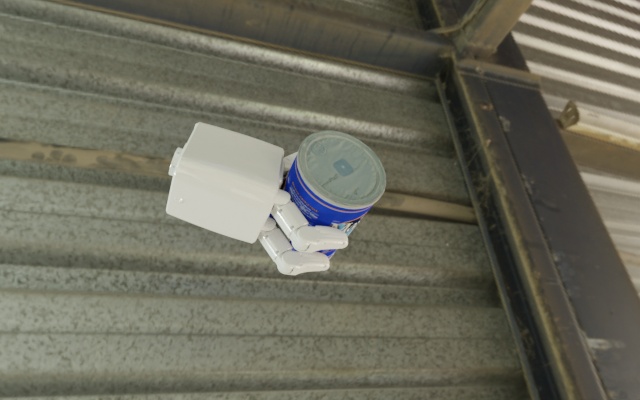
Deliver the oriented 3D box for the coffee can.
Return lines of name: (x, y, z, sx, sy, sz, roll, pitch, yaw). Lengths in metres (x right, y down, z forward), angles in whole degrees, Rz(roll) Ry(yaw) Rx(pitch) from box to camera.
coffee can: (0.000, 0.002, 0.563, 0.103, 0.102, 0.140, 0, -34, -25)
